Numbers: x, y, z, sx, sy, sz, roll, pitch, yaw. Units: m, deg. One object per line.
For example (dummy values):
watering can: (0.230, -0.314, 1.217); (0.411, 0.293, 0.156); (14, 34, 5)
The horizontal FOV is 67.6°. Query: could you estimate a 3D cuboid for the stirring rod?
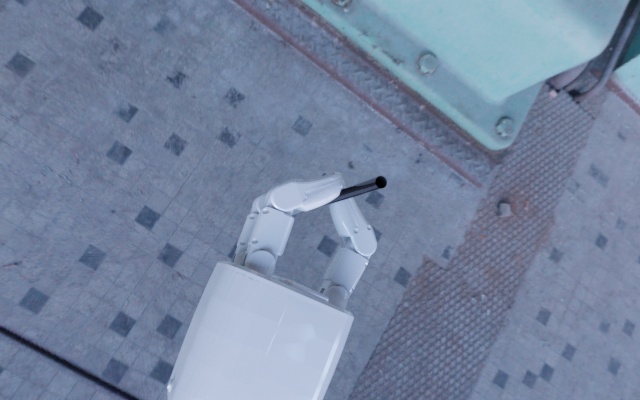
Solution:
stirring rod: (0.000, 0.001, 0.410); (0.011, 0.011, 0.239); (0, -6, -18)
